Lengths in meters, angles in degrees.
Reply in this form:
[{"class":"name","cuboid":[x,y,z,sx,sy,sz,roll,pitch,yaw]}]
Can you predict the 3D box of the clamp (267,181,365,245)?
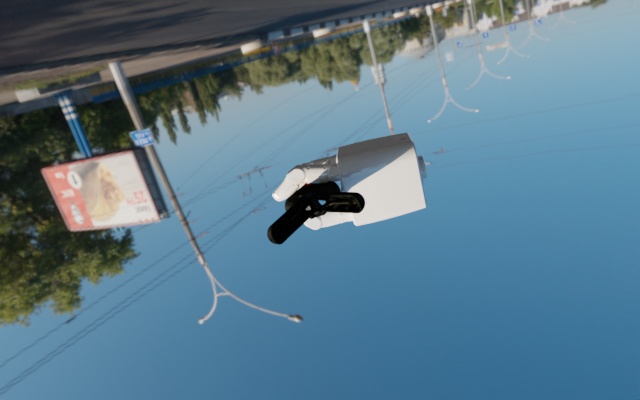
[{"class":"clamp","cuboid":[0.000,0.003,0.620,0.120,0.039,0.171,-14,18,9]}]
